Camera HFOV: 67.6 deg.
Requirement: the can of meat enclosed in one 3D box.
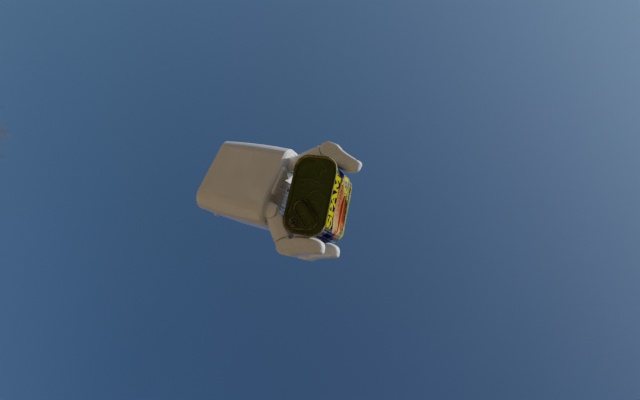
[{"bbox_3d":[0.000,0.002,0.622,0.057,0.102,0.084,8,-10,21],"label":"can of meat"}]
